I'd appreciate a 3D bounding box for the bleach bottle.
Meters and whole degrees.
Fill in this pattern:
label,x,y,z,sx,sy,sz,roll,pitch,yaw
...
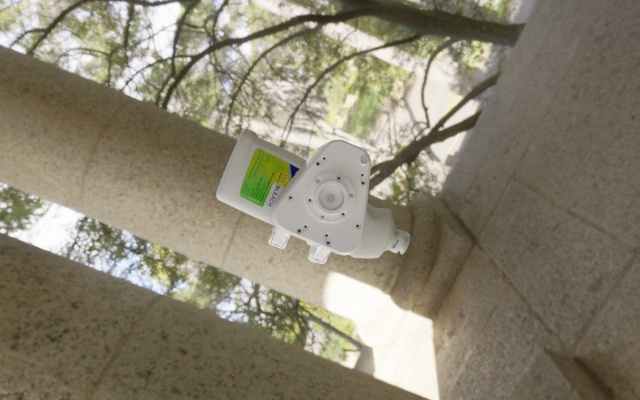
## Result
label,x,y,z,sx,sy,sz,roll,pitch,yaw
bleach bottle,0.000,0.002,0.621,0.251,0.102,0.068,22,-1,-4
